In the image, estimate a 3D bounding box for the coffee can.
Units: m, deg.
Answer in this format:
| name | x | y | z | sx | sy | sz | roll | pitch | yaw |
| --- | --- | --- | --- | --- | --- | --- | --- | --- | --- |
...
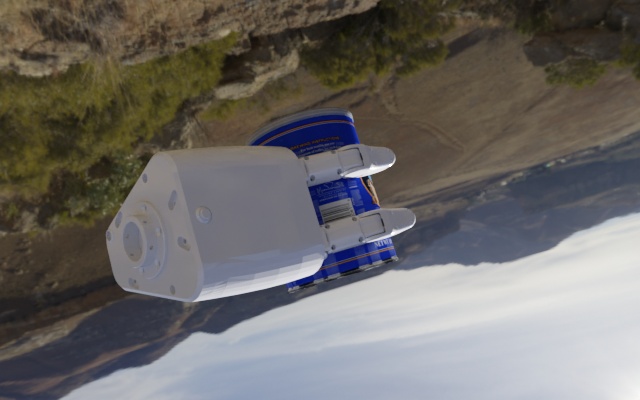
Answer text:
| name | x | y | z | sx | sy | sz | roll | pitch | yaw |
| --- | --- | --- | --- | --- | --- | --- | --- | --- | --- |
| coffee can | 0.000 | 0.001 | 0.433 | 0.103 | 0.140 | 0.103 | -17 | -9 | -3 |
